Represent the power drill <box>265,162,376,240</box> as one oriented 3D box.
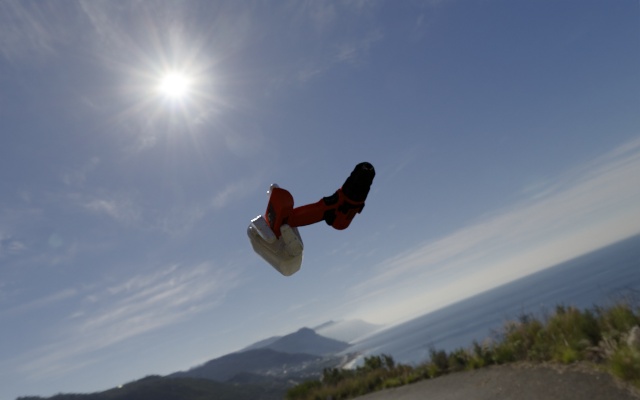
[{"bbox_3d":[0.000,0.003,0.886,0.187,0.057,0.185,-7,-36,-24],"label":"power drill"}]
